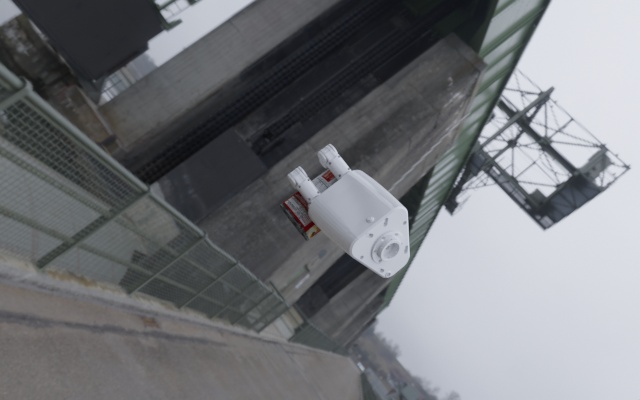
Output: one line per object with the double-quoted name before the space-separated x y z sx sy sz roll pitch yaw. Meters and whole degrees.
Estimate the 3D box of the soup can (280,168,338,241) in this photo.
"soup can" 0.000 0.002 0.709 0.102 0.068 0.068 -38 6 -8
